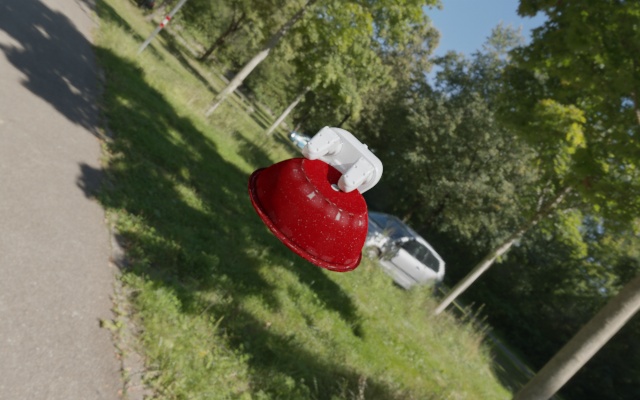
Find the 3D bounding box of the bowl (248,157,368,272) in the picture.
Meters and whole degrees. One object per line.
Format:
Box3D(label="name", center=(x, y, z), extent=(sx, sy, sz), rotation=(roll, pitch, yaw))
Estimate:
Box3D(label="bowl", center=(0.000, 0.002, 0.539), extent=(0.055, 0.162, 0.162), rotation=(-49, -25, 24))
